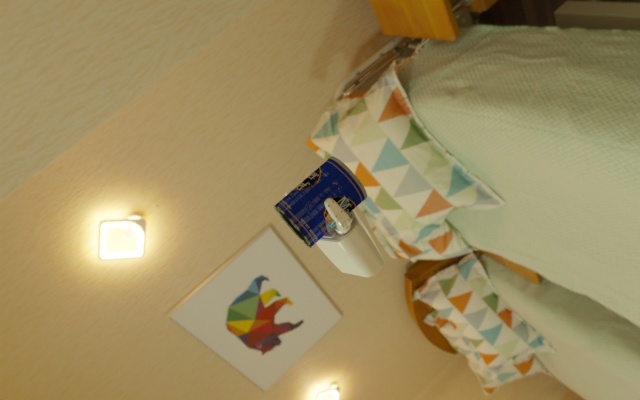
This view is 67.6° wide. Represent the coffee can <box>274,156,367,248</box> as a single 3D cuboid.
[{"bbox_3d":[0.000,0.003,0.872,0.140,0.103,0.103,-41,8,-9],"label":"coffee can"}]
